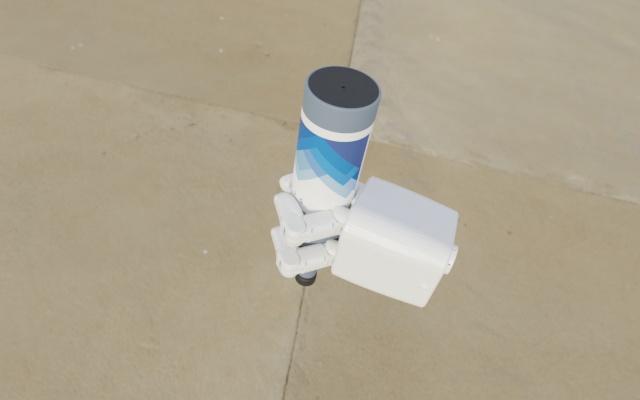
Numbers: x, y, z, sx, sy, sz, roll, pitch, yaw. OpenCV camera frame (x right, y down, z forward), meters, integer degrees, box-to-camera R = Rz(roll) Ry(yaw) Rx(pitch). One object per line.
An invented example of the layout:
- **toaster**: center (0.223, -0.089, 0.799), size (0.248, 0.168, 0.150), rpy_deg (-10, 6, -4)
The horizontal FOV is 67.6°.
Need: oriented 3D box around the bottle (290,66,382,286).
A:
- **bottle**: center (0.000, 0.001, 0.515), size (0.069, 0.069, 0.296), rpy_deg (0, -42, -10)
